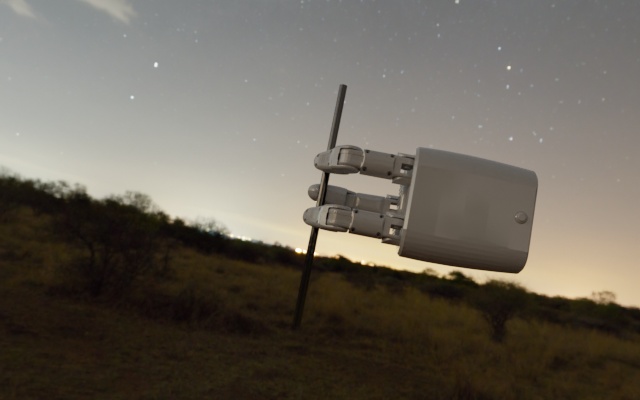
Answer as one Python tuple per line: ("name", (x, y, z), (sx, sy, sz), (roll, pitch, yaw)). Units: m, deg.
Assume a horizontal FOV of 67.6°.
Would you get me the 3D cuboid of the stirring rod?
("stirring rod", (0.000, 0.002, 0.466), (0.011, 0.239, 0.011), (11, -7, 1))
